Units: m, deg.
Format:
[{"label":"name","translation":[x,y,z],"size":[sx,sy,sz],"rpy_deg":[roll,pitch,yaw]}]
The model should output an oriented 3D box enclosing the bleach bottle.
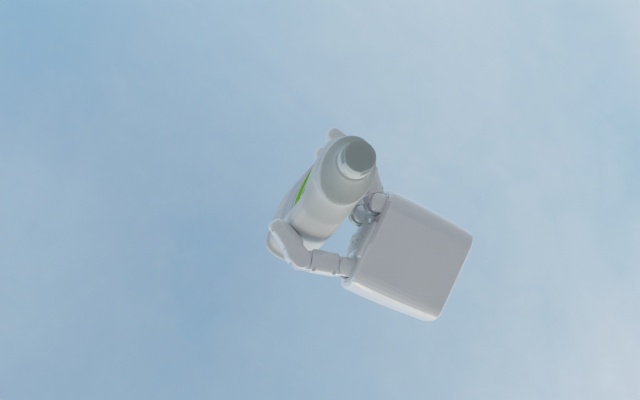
[{"label":"bleach bottle","translation":[0.000,0.002,0.511],"size":[0.068,0.102,0.251],"rpy_deg":[23,-19,-7]}]
